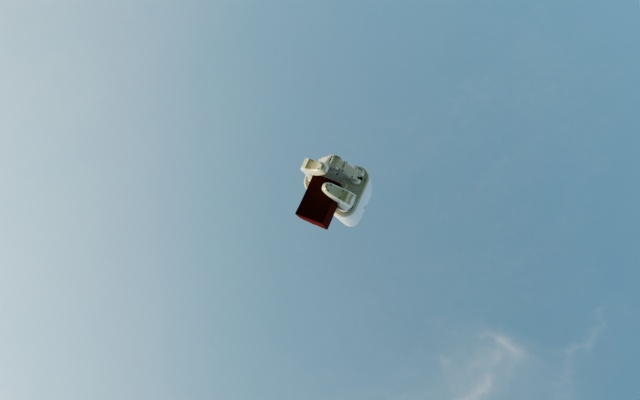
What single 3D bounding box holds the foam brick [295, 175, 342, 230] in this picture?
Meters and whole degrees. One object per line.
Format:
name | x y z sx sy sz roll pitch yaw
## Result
foam brick | 0.000 0.003 0.813 0.053 0.078 0.051 22 -10 14
